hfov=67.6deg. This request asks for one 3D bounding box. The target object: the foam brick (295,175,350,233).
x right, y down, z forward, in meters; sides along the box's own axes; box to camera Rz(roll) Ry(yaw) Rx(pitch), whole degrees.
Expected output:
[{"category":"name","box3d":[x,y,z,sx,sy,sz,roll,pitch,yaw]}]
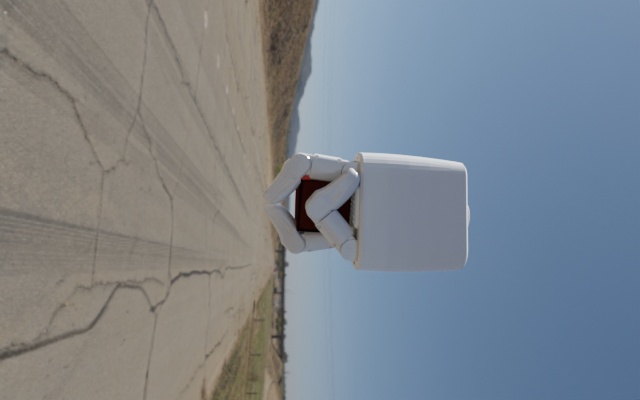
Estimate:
[{"category":"foam brick","box3d":[0.000,0.001,0.502,0.051,0.053,0.078,3,9,-5]}]
